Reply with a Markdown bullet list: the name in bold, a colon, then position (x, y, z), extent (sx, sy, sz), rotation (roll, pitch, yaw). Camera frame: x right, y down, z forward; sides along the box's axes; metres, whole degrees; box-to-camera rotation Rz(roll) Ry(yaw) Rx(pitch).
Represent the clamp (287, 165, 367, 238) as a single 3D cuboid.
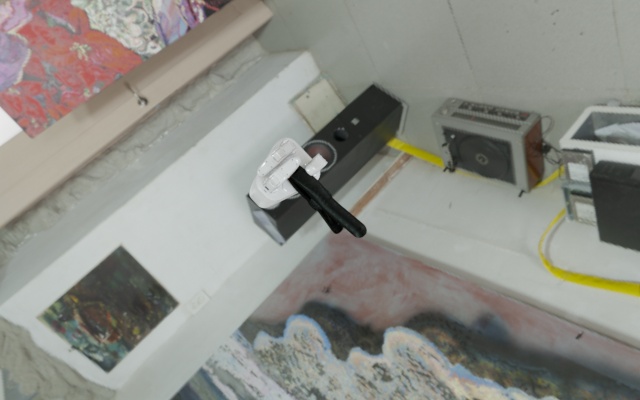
- **clamp**: position (0.000, 0.003, 0.819), extent (0.039, 0.171, 0.120), rotation (-45, 4, -19)
